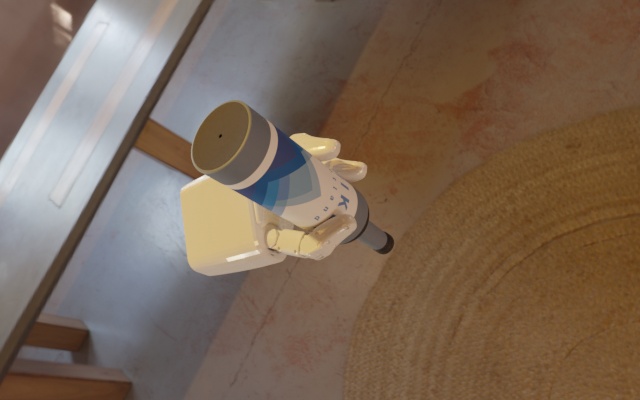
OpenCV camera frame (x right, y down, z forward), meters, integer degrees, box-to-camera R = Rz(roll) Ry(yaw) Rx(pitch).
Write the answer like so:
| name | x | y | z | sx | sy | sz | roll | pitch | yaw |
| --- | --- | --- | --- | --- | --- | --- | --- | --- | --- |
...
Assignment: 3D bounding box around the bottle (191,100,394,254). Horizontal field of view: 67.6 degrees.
| name | x | y | z | sx | sy | sz | roll | pitch | yaw |
| --- | --- | --- | --- | --- | --- | --- | --- | --- | --- |
| bottle | 0.000 | 0.002 | 0.494 | 0.069 | 0.069 | 0.296 | 0 | -21 | 36 |
